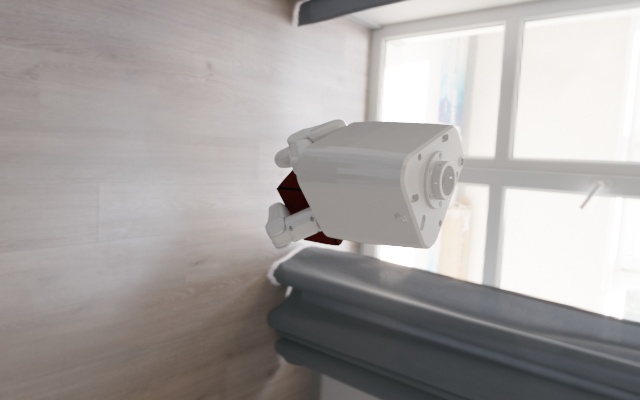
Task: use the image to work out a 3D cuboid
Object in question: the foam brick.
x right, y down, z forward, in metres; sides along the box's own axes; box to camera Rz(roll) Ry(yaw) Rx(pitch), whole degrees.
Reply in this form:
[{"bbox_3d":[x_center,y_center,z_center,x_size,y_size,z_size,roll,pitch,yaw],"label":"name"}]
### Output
[{"bbox_3d":[0.000,0.002,0.505,0.051,0.078,0.053,6,45,38],"label":"foam brick"}]
